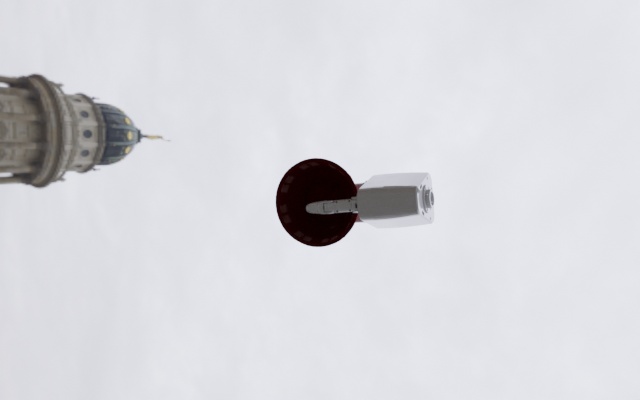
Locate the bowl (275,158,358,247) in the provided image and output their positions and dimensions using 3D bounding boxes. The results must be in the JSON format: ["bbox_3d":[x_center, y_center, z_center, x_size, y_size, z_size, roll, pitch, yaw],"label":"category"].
[{"bbox_3d":[-0.001,0.003,0.886,0.162,0.162,0.055,0,3,19],"label":"bowl"}]
